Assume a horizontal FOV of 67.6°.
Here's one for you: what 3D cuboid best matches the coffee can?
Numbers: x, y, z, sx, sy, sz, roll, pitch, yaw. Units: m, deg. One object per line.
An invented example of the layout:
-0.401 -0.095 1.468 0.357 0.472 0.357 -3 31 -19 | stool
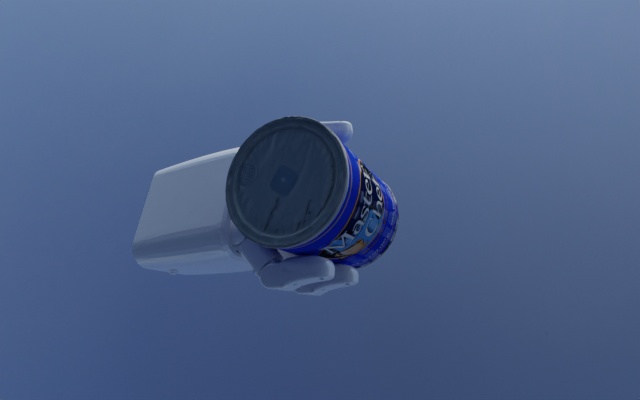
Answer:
0.000 0.001 0.416 0.103 0.102 0.140 0 -14 25 | coffee can
